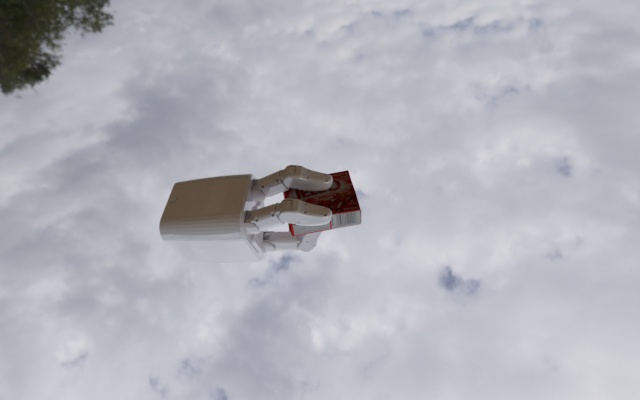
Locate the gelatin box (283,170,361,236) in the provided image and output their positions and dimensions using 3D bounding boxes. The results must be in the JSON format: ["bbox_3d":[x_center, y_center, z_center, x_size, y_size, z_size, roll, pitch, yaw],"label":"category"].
[{"bbox_3d":[0.000,0.002,0.593,0.089,0.030,0.073,-10,45,-4],"label":"gelatin box"}]
